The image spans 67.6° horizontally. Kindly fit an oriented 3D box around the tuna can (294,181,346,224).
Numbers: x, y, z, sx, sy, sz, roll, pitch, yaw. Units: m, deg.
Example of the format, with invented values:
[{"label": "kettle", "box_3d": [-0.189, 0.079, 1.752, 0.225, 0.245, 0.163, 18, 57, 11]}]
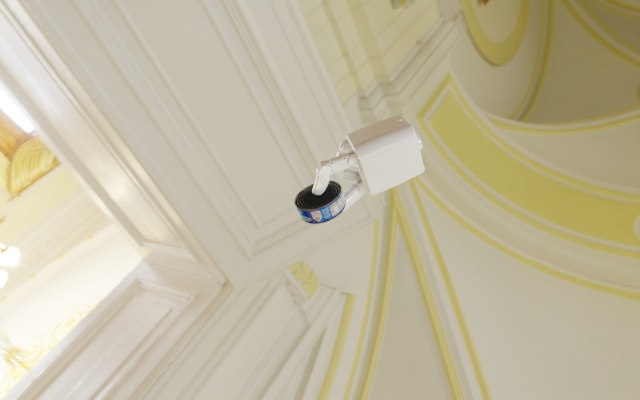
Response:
[{"label": "tuna can", "box_3d": [0.000, 0.003, 0.832, 0.086, 0.034, 0.086, -15, 31, 10]}]
